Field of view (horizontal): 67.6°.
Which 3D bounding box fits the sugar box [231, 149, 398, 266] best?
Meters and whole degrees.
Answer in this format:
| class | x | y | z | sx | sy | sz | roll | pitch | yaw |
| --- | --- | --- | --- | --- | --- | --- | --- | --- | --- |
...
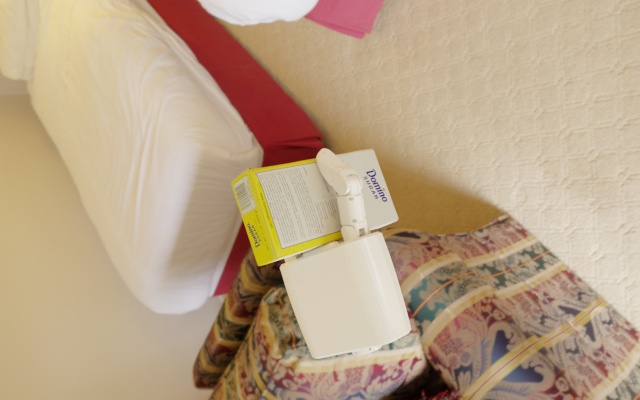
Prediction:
| class | x | y | z | sx | sy | sz | roll | pitch | yaw |
| --- | --- | --- | --- | --- | --- | --- | --- | --- | --- |
| sugar box | 0.000 | 0.002 | 0.518 | 0.176 | 0.093 | 0.048 | -12 | -10 | -41 |
